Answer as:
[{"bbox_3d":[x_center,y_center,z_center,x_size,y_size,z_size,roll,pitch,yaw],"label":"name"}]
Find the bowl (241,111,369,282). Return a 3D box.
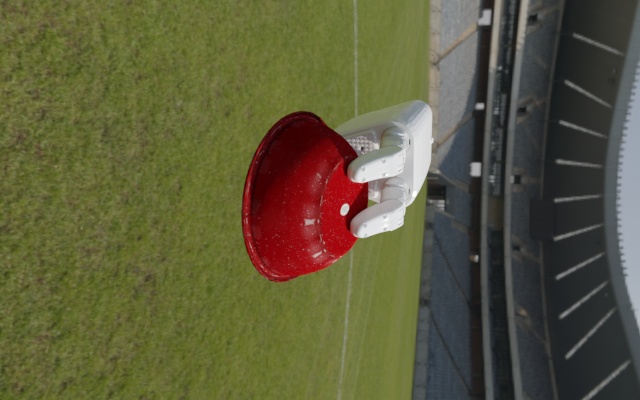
[{"bbox_3d":[0.000,0.002,0.436,0.055,0.162,0.162,11,5,30],"label":"bowl"}]
